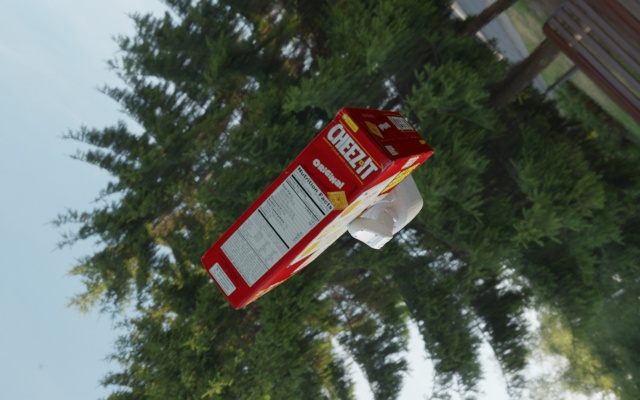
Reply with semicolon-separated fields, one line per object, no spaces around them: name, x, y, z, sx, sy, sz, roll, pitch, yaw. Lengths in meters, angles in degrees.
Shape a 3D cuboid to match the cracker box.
cracker box;0.000;0.002;0.490;0.214;0.072;0.164;-44;-10;23
